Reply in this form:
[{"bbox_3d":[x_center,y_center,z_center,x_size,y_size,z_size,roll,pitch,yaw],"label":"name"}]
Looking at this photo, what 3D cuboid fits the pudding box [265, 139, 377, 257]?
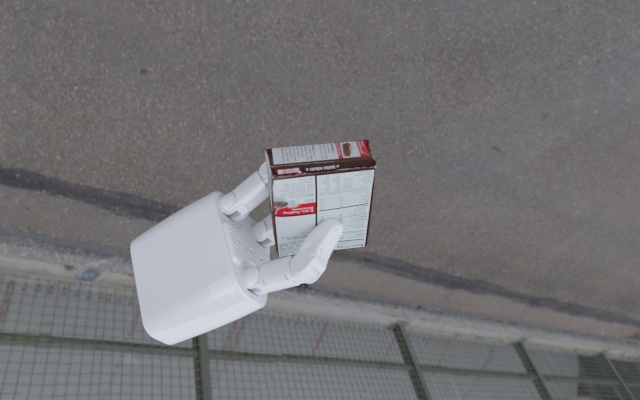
[{"bbox_3d":[0.000,0.002,0.429,0.090,0.039,0.114,-7,-40,-7],"label":"pudding box"}]
